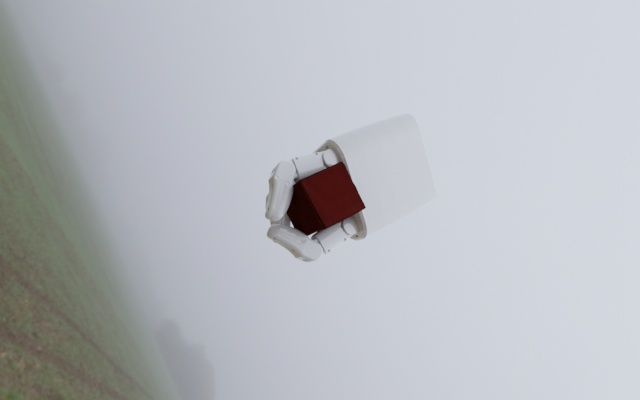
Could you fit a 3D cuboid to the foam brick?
[{"bbox_3d":[0.000,0.002,0.485,0.051,0.053,0.078,-25,-2,-23],"label":"foam brick"}]
